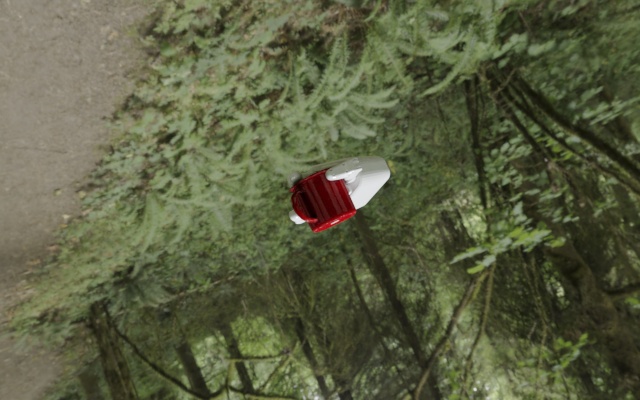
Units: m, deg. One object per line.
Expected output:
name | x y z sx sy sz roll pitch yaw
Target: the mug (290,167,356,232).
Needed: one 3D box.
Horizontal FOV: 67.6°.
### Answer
mug | -0.001 0.003 0.779 0.093 0.081 0.117 -32 -11 39
